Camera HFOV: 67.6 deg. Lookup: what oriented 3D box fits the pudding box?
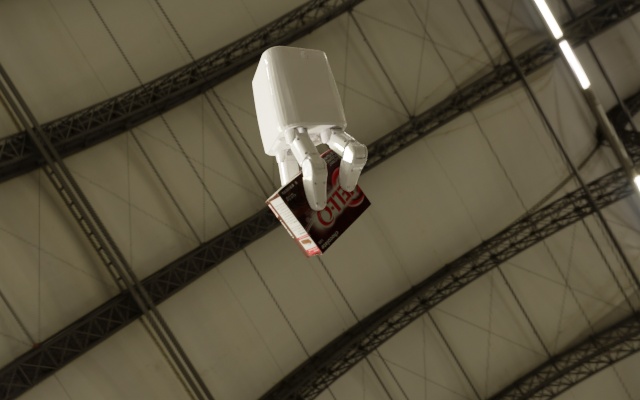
[{"bbox_3d":[0.000,0.002,0.589,0.113,0.090,0.039,-42,9,-36],"label":"pudding box"}]
